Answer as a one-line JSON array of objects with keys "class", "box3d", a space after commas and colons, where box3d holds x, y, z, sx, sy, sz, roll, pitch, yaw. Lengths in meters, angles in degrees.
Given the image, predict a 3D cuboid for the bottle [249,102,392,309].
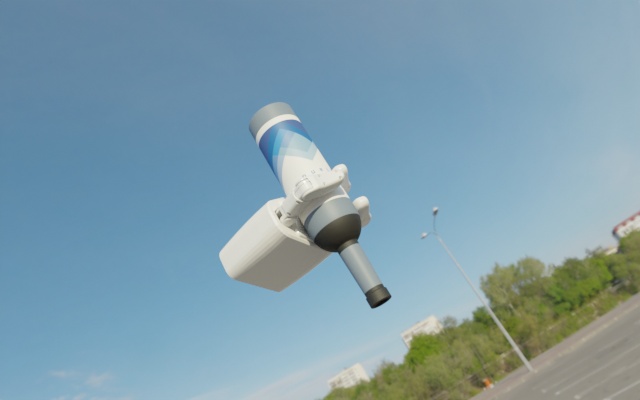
[{"class": "bottle", "box3d": [0.000, 0.002, 0.603, 0.069, 0.295, 0.069, -25, -25, -13]}]
